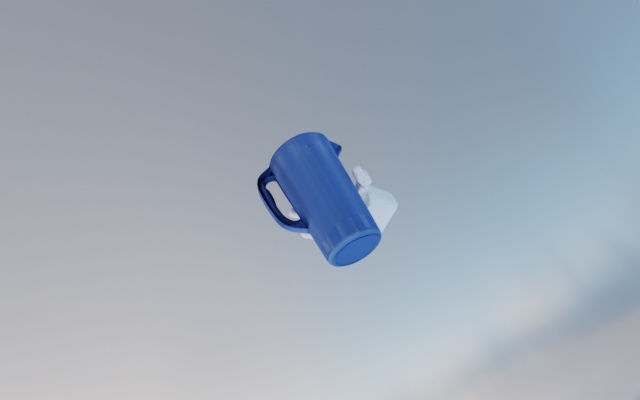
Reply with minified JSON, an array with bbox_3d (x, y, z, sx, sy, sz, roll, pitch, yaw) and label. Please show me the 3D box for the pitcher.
[{"bbox_3d":[0.000,0.003,0.887,0.145,0.242,0.149,12,-51,-49],"label":"pitcher"}]
